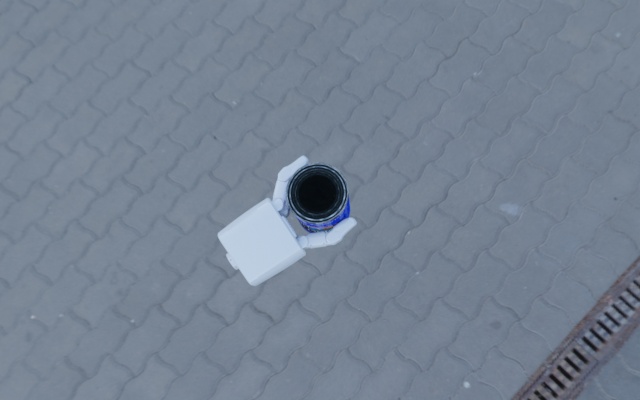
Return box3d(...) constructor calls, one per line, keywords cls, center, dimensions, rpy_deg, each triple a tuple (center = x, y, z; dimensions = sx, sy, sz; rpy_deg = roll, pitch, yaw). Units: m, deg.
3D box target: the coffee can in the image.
box3d(cls="coffee can", center=(0.000, 0.003, 0.834), dimensions=(0.103, 0.102, 0.140), rpy_deg=(0, -13, 5))
